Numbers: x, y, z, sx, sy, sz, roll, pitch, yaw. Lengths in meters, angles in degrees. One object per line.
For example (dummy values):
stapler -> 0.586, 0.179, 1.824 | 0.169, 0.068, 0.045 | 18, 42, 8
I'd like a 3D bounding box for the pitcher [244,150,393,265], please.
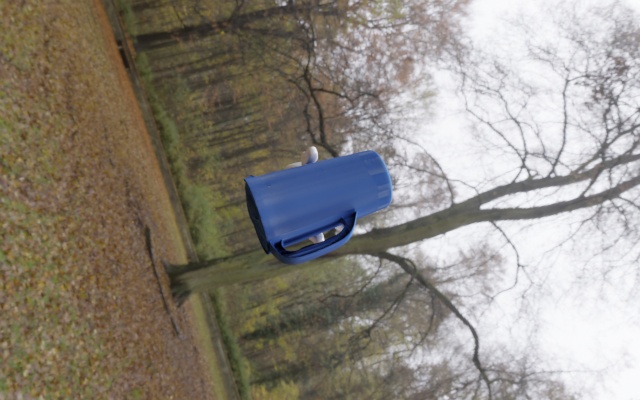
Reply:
pitcher -> 0.000, 0.003, 0.819 | 0.243, 0.149, 0.145 | -17, 10, -14
